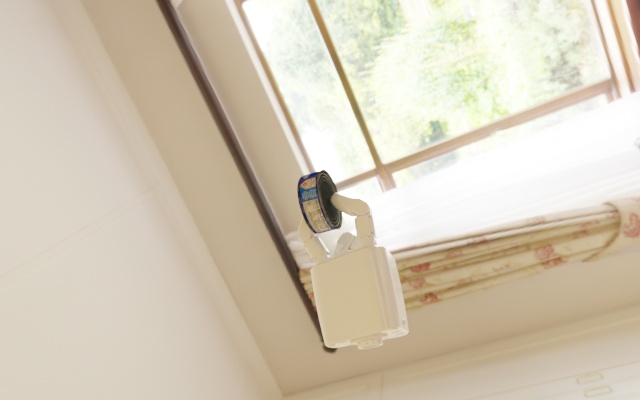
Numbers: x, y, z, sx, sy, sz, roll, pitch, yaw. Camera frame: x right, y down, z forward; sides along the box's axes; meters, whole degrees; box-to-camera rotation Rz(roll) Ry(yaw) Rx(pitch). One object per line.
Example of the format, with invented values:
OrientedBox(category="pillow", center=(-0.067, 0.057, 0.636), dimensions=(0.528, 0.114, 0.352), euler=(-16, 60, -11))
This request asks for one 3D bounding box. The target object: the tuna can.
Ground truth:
OrientedBox(category="tuna can", center=(0.000, 0.002, 0.663), dimensions=(0.034, 0.086, 0.086), euler=(-15, -5, 18))
